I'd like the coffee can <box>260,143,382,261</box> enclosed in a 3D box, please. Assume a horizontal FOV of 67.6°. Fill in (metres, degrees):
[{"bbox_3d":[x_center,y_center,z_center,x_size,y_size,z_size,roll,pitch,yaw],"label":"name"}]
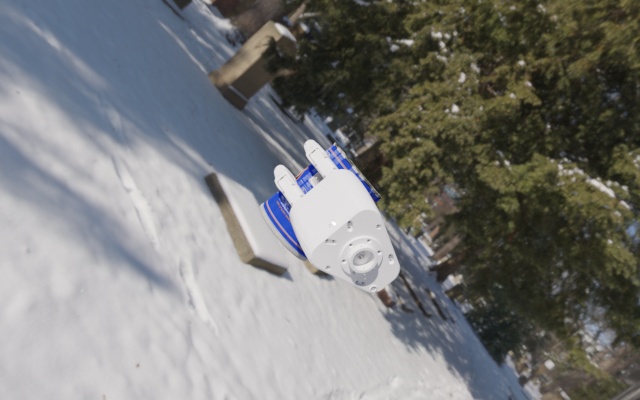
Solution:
[{"bbox_3d":[0.000,0.002,0.674,0.140,0.103,0.103,-40,-5,6],"label":"coffee can"}]
